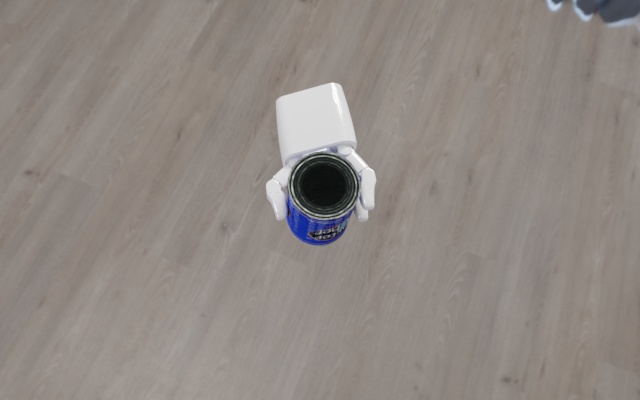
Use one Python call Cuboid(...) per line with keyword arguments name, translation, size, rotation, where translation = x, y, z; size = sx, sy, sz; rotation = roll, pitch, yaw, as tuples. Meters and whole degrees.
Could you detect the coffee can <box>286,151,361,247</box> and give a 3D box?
Cuboid(name="coffee can", translation=(0.000, 0.003, 0.718), size=(0.103, 0.102, 0.140), rotation=(0, -20, -5))
